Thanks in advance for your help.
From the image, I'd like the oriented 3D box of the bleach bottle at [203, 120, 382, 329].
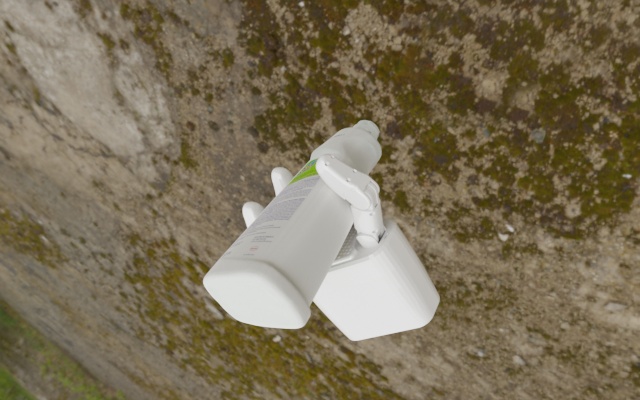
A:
[{"bbox_3d":[0.000,0.002,0.458,0.102,0.068,0.250,-10,34,45],"label":"bleach bottle"}]
